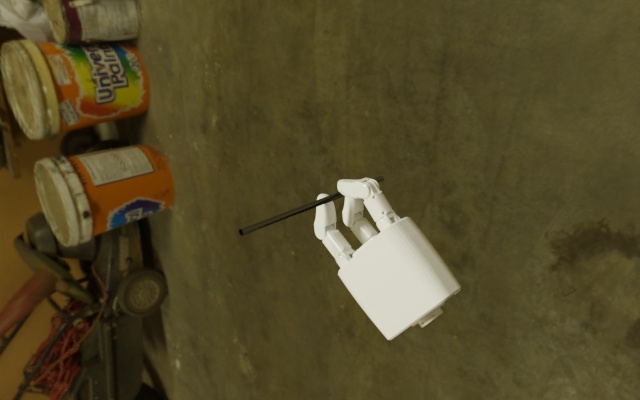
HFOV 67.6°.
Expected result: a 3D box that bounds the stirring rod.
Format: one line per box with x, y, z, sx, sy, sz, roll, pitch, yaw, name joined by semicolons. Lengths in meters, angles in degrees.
0.000;0.002;0.596;0.239;0.011;0.011;-21;14;-40;stirring rod
